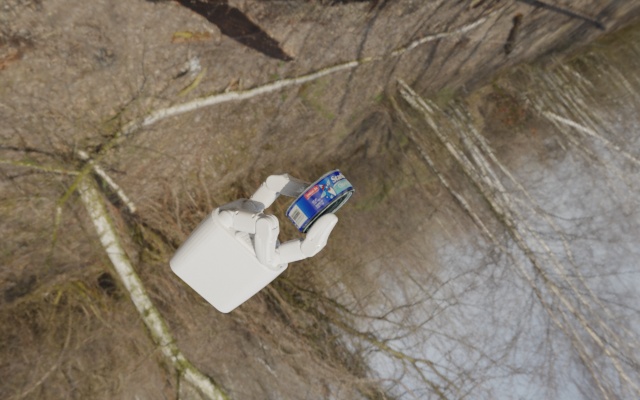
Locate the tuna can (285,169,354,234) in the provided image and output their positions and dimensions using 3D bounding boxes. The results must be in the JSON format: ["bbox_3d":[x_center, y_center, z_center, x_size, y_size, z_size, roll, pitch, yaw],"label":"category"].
[{"bbox_3d":[0.001,0.002,0.584,0.086,0.033,0.086,-39,-9,-8],"label":"tuna can"}]
